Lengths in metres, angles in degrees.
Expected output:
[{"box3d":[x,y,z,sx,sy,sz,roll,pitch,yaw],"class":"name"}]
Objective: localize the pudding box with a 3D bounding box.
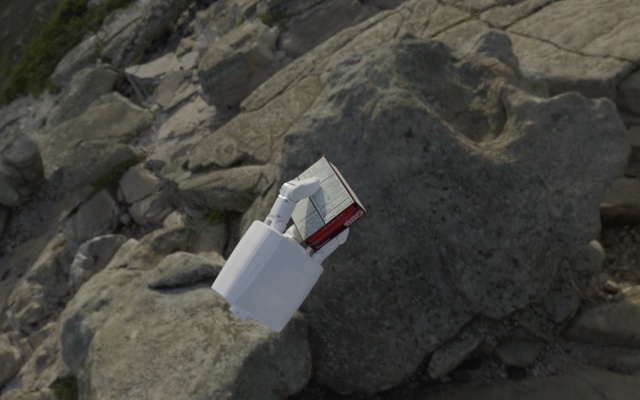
[{"box3d":[0.000,0.002,0.667,0.090,0.113,0.039,-37,-42,7],"class":"pudding box"}]
